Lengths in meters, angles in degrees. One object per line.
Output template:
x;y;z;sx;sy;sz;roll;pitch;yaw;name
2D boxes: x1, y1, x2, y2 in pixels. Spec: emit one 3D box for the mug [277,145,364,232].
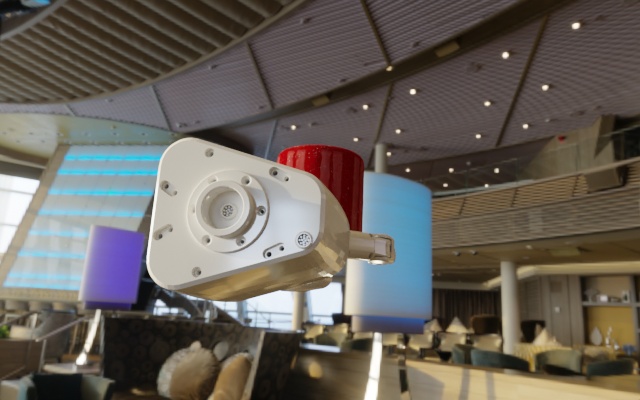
0.000;0.002;0.451;0.093;0.081;0.117;1;-13;9;mug
